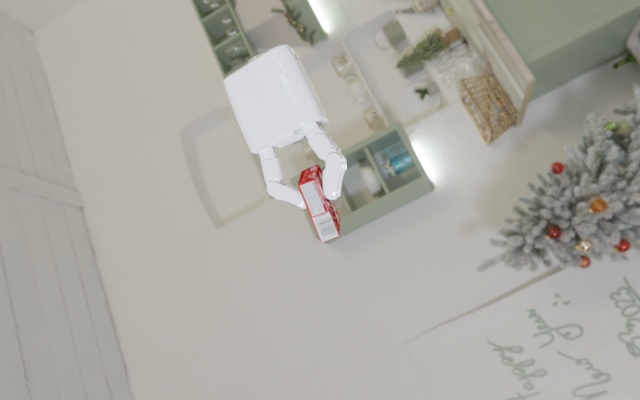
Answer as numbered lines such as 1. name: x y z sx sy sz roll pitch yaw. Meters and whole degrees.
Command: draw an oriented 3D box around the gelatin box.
1. gelatin box: 0.000 0.003 0.651 0.030 0.089 0.073 -20 14 8
